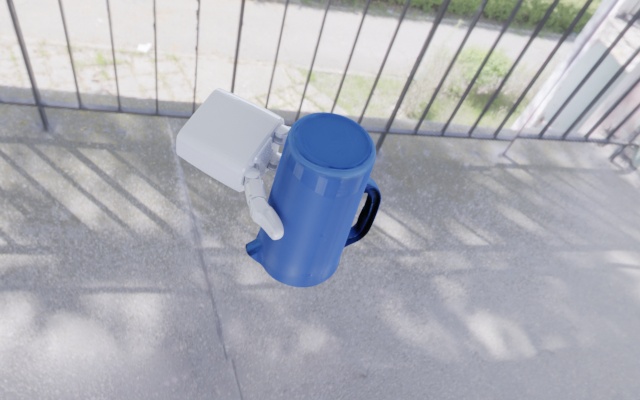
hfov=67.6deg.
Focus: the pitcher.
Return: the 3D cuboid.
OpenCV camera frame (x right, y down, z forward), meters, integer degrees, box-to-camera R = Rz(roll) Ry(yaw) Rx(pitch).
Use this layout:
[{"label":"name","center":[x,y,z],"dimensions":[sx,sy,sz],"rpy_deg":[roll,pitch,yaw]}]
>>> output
[{"label":"pitcher","center":[0.000,0.002,0.648],"dimensions":[0.145,0.149,0.243],"rpy_deg":[30,-39,9]}]
